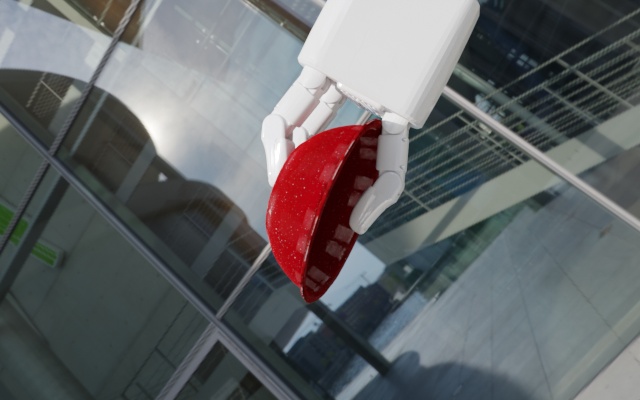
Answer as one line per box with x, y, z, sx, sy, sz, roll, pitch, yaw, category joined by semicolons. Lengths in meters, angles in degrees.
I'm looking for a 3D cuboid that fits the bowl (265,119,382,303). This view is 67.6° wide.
-0.001;0.002;0.404;0.055;0.162;0.162;21;6;16;bowl
